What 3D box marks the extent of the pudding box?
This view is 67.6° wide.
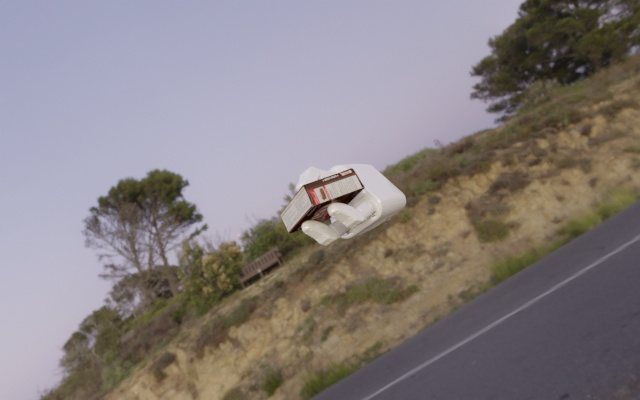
[{"bbox_3d":[0.000,0.002,0.700,0.090,0.039,0.113,-21,-16,-29],"label":"pudding box"}]
